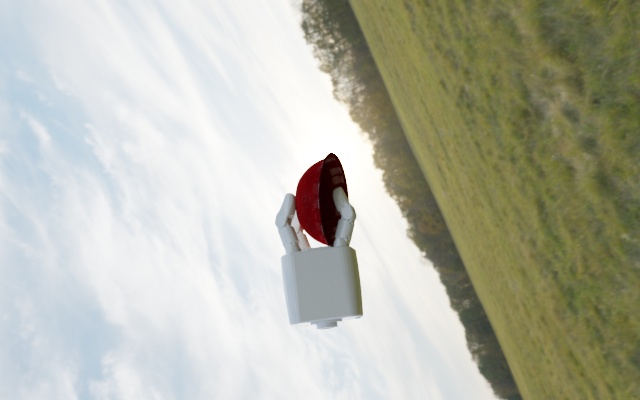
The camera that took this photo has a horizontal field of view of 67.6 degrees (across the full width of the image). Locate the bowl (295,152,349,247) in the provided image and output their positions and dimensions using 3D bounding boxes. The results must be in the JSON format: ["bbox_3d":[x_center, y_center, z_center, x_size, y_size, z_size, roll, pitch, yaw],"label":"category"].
[{"bbox_3d":[0.000,0.001,0.786,0.055,0.162,0.162,-2,-1,20],"label":"bowl"}]
